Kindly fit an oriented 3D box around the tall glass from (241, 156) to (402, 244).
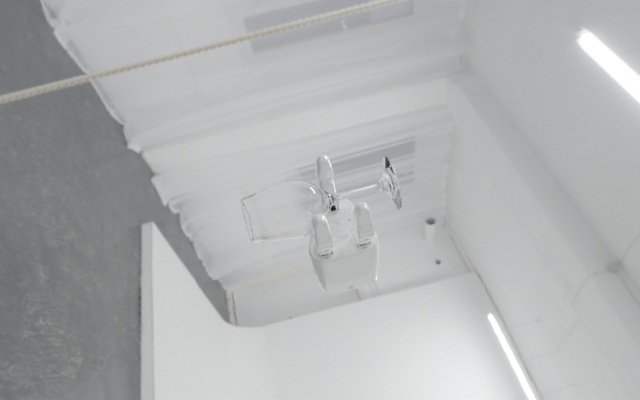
[{"bbox_3d":[0.001,0.002,0.632,0.201,0.079,0.079,-15,1,-3],"label":"tall glass"}]
